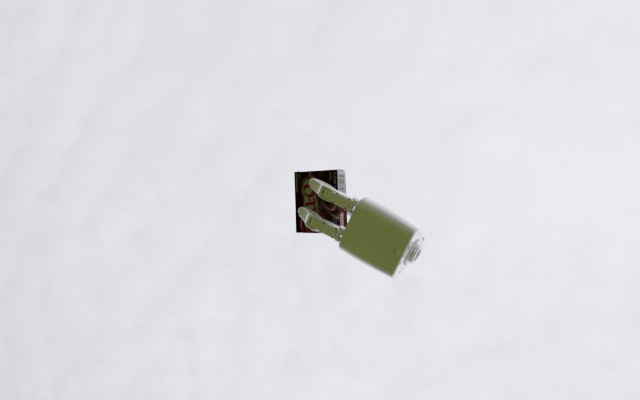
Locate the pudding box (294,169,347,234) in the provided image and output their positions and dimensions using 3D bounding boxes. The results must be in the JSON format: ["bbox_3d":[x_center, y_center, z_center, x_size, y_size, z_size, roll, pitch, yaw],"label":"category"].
[{"bbox_3d":[0.000,0.003,0.844,0.090,0.113,0.039,-1,-1,30],"label":"pudding box"}]
